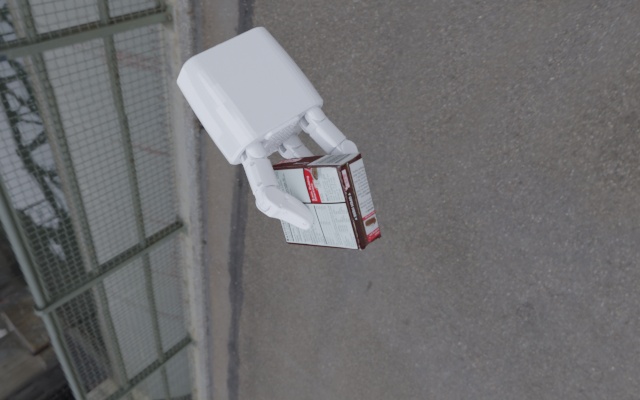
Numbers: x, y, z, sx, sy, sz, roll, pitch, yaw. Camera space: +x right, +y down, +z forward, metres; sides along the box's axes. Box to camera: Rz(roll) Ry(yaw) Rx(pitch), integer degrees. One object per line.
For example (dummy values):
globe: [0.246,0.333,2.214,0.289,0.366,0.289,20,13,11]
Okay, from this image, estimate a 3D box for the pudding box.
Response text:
pudding box: [0.000,0.002,0.491,0.113,0.090,0.039,1,24,46]
